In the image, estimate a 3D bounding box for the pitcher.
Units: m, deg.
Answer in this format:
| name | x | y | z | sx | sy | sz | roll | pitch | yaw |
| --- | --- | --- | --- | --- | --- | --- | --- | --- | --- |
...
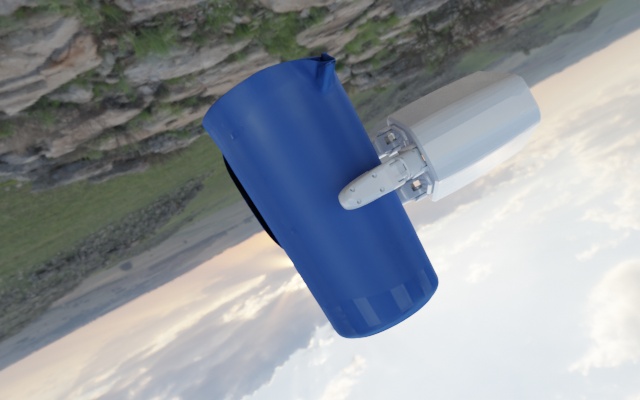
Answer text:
| name | x | y | z | sx | sy | sz | roll | pitch | yaw |
| --- | --- | --- | --- | --- | --- | --- | --- | --- | --- |
| pitcher | 0.000 | 0.001 | 0.451 | 0.145 | 0.243 | 0.149 | -29 | 0 | 1 |
